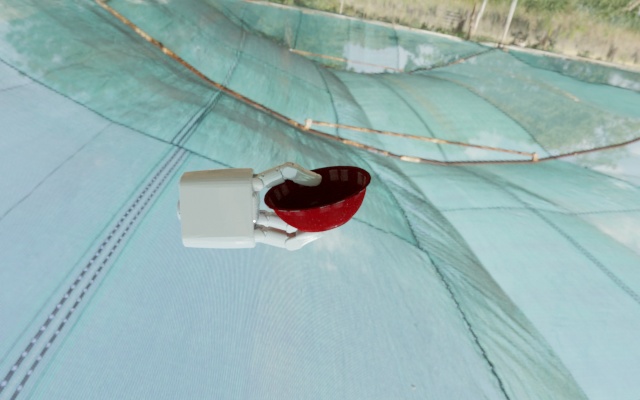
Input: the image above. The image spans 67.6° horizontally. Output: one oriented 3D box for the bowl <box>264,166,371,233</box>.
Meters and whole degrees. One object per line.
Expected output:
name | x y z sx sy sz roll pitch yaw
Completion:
bowl | 0.001 0.003 0.711 0.162 0.055 0.162 -12 22 5
